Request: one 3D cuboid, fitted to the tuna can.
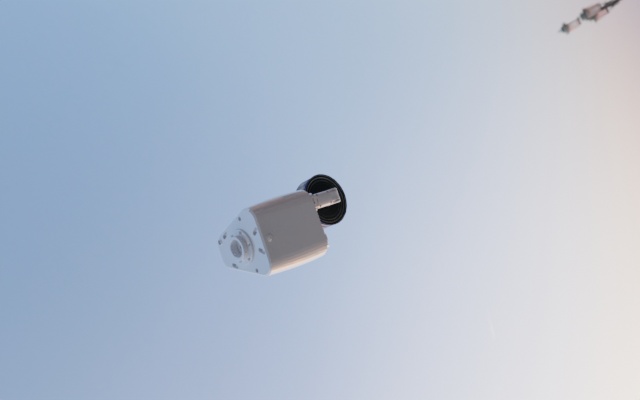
[{"bbox_3d":[0.000,0.003,0.777,0.086,0.086,0.034,0,-17,-40],"label":"tuna can"}]
